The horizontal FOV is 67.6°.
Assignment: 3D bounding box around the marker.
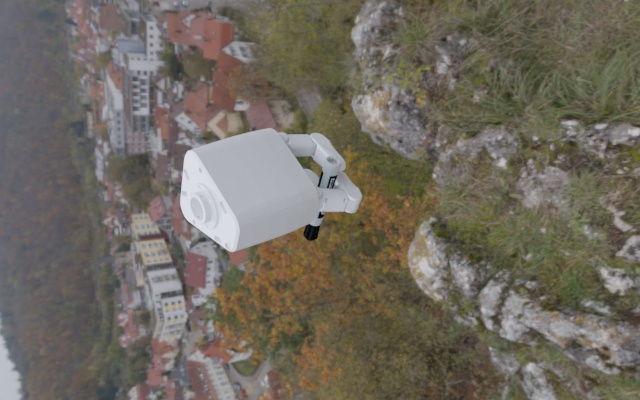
[{"bbox_3d":[0.000,0.002,0.564,0.020,0.121,0.020,11,38,-9],"label":"marker"}]
